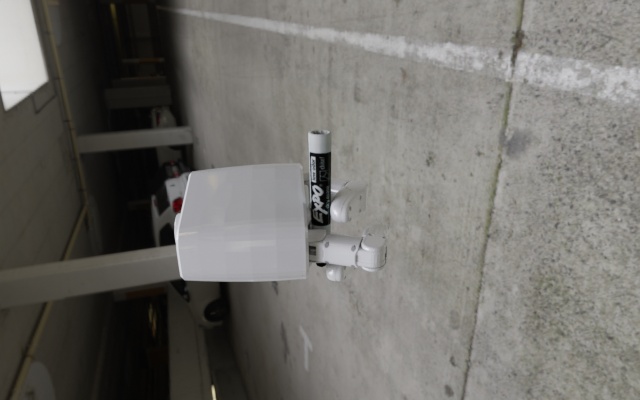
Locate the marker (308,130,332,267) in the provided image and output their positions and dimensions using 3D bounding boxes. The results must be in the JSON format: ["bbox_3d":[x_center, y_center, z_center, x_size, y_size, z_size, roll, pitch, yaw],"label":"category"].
[{"bbox_3d":[0.000,0.001,0.404,0.020,0.121,0.020,0,22,0],"label":"marker"}]
